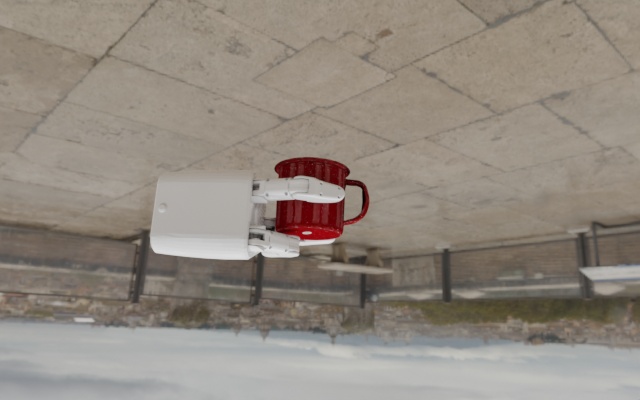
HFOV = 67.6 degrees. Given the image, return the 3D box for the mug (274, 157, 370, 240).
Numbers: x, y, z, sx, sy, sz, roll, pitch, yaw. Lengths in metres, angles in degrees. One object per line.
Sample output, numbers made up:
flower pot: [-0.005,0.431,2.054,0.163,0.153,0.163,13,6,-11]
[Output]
mug: [0.002,0.002,0.574,0.117,0.081,0.093,1,-15,4]
